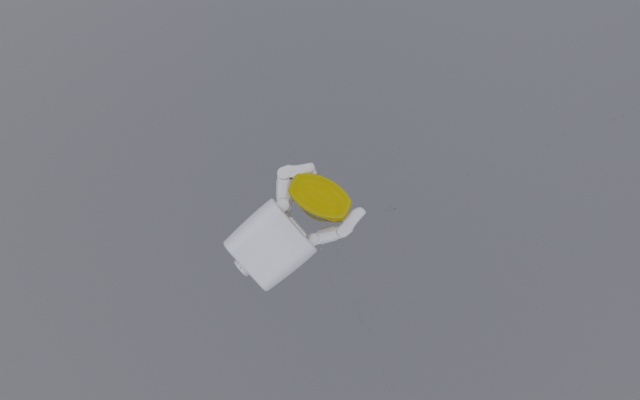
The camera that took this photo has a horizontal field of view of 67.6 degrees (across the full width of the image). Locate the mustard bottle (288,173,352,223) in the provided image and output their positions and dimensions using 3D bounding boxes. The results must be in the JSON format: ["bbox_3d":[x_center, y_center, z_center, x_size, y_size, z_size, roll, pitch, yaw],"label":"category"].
[{"bbox_3d":[0.000,0.002,0.791,0.096,0.058,0.191,25,-5,3],"label":"mustard bottle"}]
